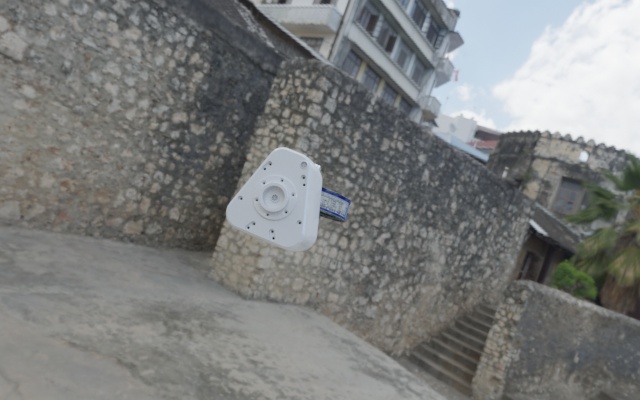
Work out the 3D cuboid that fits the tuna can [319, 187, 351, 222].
[{"bbox_3d":[0.000,0.002,0.703,0.086,0.033,0.086,20,-6,2],"label":"tuna can"}]
